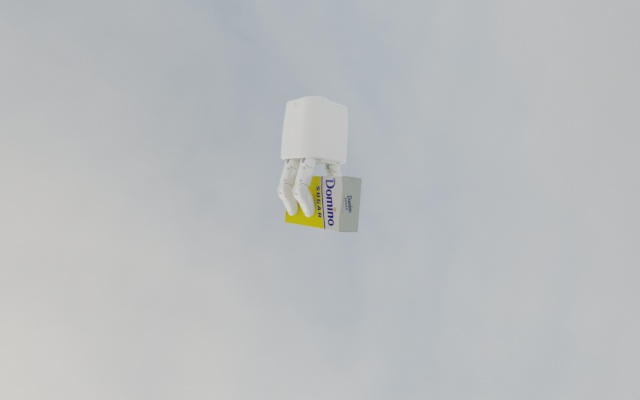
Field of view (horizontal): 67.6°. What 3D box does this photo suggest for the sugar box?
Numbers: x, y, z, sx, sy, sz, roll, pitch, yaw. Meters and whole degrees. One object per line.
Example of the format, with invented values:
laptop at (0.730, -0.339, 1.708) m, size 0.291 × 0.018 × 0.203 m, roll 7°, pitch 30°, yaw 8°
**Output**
sugar box at (0.000, 0.003, 0.849) m, size 0.048 × 0.093 × 0.176 m, roll 4°, pitch 0°, yaw -32°
